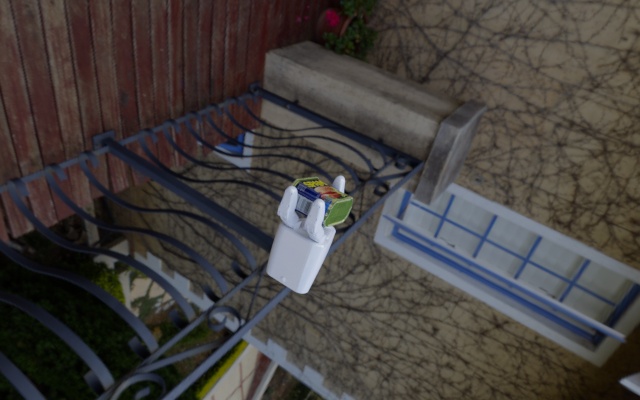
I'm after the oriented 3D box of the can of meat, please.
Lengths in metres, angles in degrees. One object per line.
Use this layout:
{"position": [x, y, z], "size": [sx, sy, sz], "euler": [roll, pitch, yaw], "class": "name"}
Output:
{"position": [0.000, 0.003, 0.843], "size": [0.084, 0.057, 0.102], "euler": [29, 17, 21], "class": "can of meat"}
